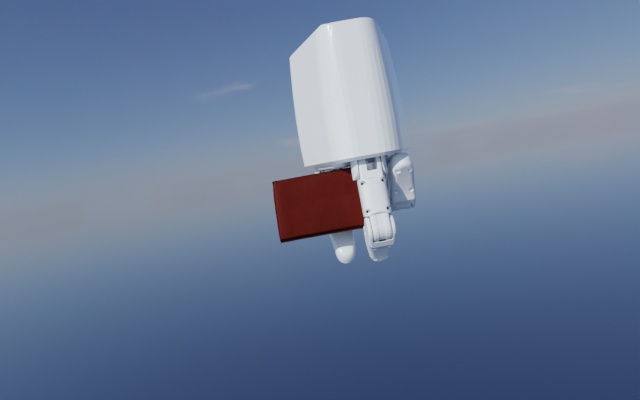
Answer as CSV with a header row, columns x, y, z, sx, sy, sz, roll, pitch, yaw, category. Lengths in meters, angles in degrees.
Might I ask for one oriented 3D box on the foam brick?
x,y,z,sx,sy,sz,roll,pitch,yaw,category
0.000,0.002,0.414,0.078,0.051,0.053,-10,5,-2,foam brick
